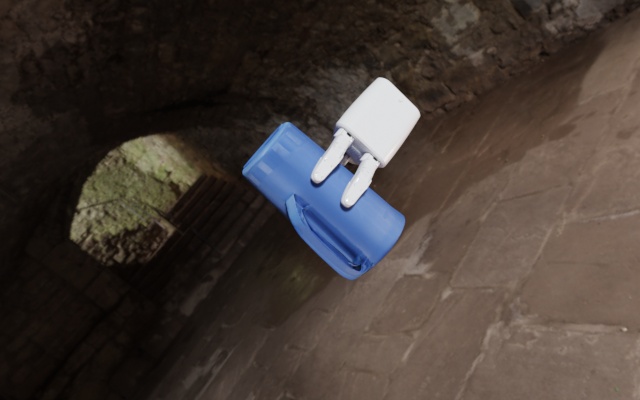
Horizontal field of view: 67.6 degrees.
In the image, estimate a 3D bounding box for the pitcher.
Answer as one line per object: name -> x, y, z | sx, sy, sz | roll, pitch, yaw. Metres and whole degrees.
pitcher -> 0.000, 0.002, 0.728 | 0.243, 0.145, 0.149 | 41, -12, -11
